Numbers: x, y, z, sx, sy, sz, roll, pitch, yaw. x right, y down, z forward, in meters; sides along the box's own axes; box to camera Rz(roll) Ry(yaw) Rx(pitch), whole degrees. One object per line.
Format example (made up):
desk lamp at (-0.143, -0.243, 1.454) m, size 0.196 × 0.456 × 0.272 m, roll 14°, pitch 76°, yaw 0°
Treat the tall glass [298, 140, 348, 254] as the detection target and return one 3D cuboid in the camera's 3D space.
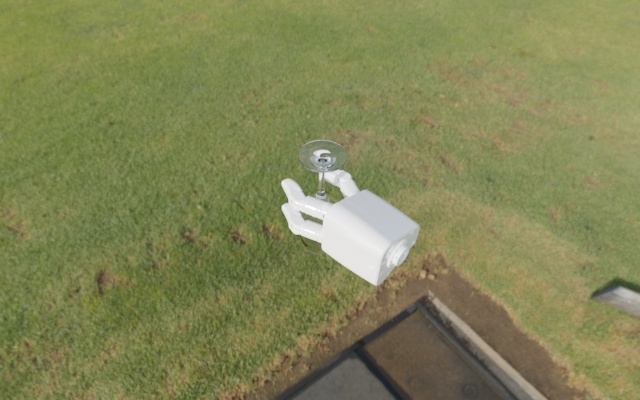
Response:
tall glass at (0.000, 0.002, 0.784) m, size 0.079 × 0.079 × 0.201 m, roll 0°, pitch -44°, yaw -3°
